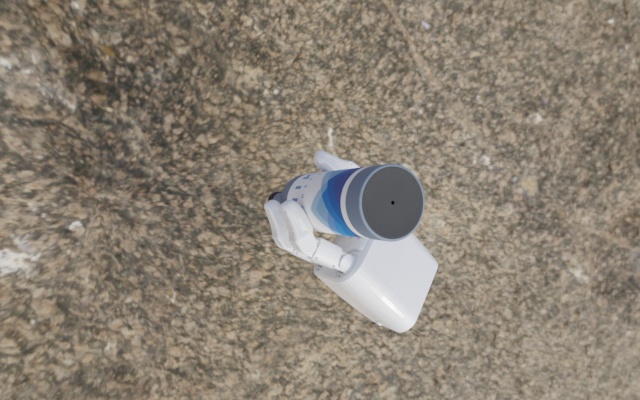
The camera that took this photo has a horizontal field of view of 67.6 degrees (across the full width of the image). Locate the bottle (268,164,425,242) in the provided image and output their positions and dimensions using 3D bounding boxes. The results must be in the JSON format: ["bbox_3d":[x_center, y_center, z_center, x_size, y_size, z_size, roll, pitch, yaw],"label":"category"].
[{"bbox_3d":[0.000,0.002,0.537,0.069,0.069,0.295,0,0,-25],"label":"bottle"}]
